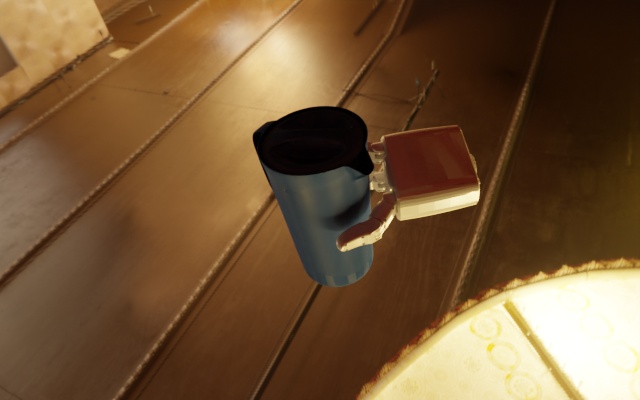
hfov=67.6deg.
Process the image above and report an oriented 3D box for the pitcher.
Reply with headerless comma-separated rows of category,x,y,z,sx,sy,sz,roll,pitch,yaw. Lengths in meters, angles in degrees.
pitcher,0.000,0.002,0.649,0.145,0.243,0.149,-12,44,1
